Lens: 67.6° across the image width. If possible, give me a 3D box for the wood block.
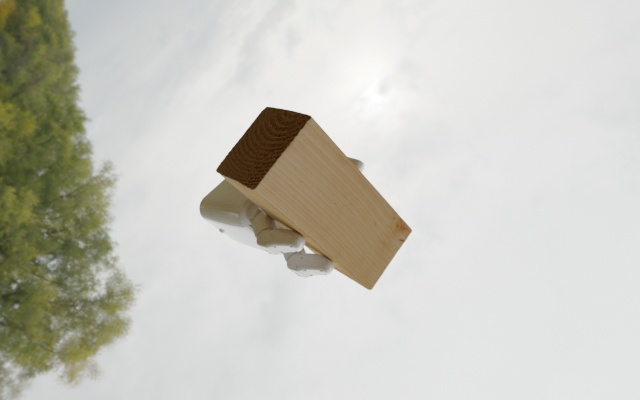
[{"bbox_3d":[0.000,0.001,0.529,0.090,0.091,0.206,24,-16,51],"label":"wood block"}]
